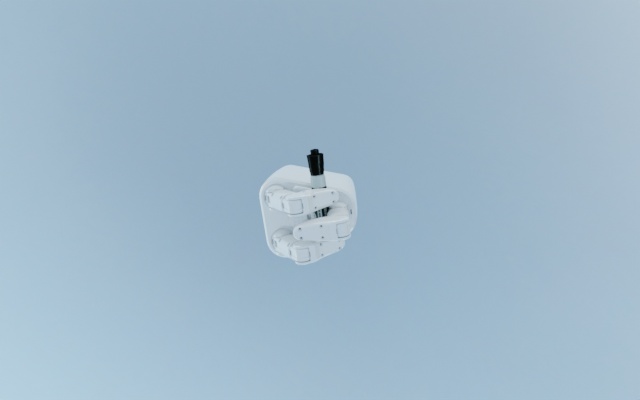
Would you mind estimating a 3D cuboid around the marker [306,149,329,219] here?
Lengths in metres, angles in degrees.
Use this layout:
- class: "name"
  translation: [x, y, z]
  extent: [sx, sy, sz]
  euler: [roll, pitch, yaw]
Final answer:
- class: "marker"
  translation: [0.000, 0.002, 0.541]
  extent: [0.020, 0.121, 0.020]
  euler: [-7, 15, 2]
